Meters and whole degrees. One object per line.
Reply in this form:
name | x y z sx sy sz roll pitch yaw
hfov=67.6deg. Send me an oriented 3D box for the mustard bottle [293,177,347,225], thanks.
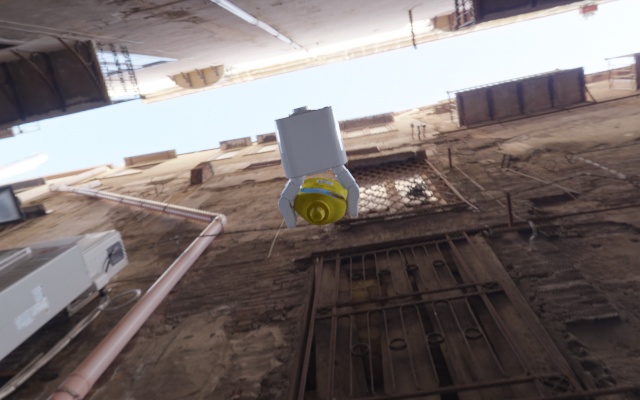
mustard bottle | 0.000 0.003 0.883 0.096 0.058 0.191 12 14 1
